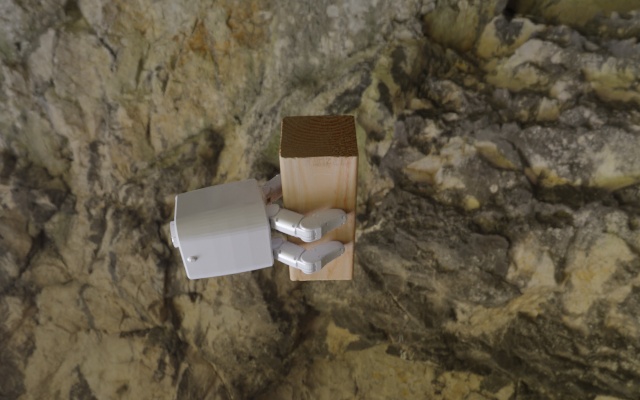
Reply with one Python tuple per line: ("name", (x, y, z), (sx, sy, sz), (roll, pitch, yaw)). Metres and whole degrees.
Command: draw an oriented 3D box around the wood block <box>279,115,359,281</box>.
("wood block", (0.000, 0.002, 0.619), (0.090, 0.206, 0.090), (-1, 41, 0))
